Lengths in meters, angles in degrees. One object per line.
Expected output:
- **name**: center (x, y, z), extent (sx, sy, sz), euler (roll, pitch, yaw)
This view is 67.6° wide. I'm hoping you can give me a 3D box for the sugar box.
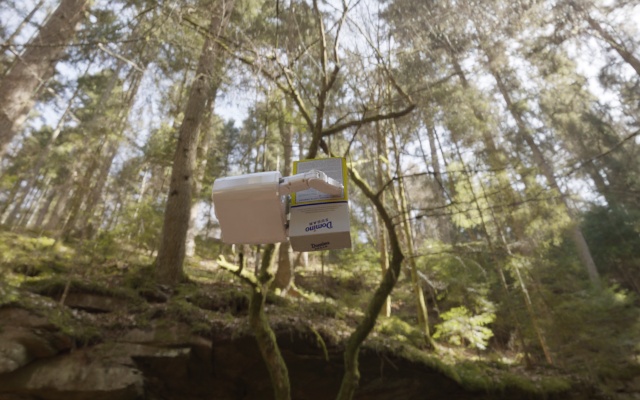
- **sugar box**: center (0.000, 0.003, 0.773), extent (0.093, 0.176, 0.048), euler (-5, -43, 6)
